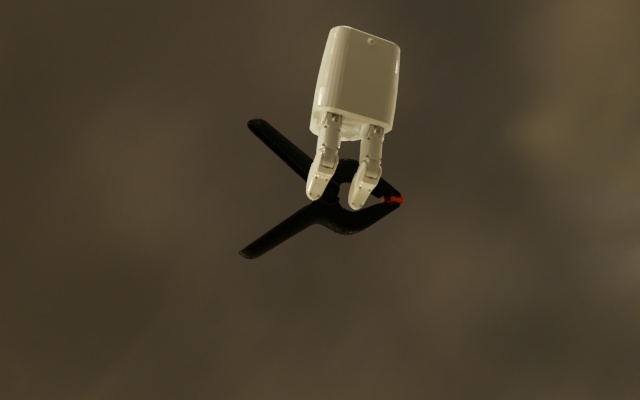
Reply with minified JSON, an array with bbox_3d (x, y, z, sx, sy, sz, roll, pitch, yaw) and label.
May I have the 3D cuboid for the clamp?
[{"bbox_3d":[0.000,0.002,0.582,0.210,0.164,0.036,12,-10,-18],"label":"clamp"}]
